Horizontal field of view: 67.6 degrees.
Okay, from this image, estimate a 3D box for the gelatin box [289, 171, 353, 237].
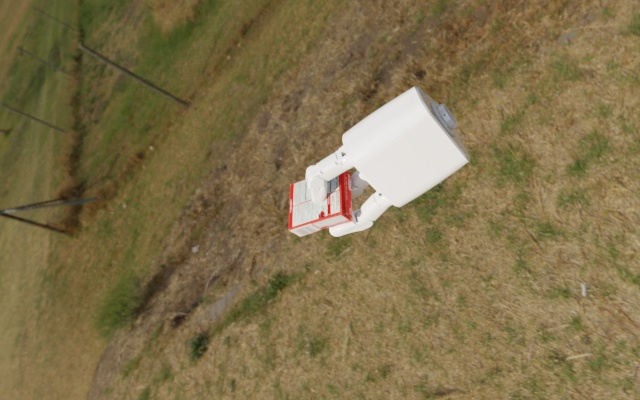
[{"bbox_3d":[0.000,0.002,0.647,0.089,0.073,0.030,-19,-34,30],"label":"gelatin box"}]
